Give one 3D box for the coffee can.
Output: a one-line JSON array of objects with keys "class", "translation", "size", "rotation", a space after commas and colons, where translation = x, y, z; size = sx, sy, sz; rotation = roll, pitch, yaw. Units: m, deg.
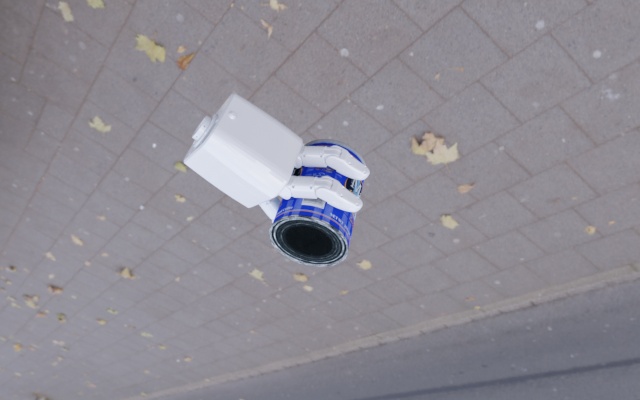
[{"class": "coffee can", "translation": [0.000, 0.002, 0.639], "size": [0.103, 0.140, 0.103], "rotation": [10, -40, 8]}]
